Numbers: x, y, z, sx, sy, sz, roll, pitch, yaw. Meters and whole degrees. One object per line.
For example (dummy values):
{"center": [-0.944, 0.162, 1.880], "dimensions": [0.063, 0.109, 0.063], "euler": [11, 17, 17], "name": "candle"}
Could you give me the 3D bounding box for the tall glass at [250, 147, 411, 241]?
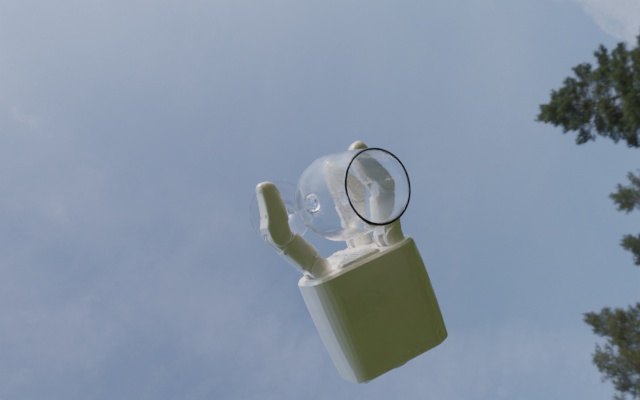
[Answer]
{"center": [0.000, 0.001, 0.456], "dimensions": [0.079, 0.079, 0.201], "euler": [0, -8, -27], "name": "tall glass"}
